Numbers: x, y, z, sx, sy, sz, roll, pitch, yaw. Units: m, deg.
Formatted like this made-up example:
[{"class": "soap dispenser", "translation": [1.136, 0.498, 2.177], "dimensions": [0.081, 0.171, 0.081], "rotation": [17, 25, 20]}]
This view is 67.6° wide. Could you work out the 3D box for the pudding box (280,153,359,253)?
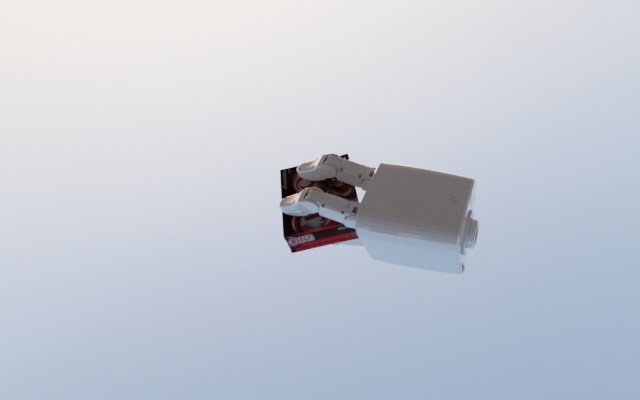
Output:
[{"class": "pudding box", "translation": [0.000, 0.002, 0.572], "dimensions": [0.090, 0.113, 0.039], "rotation": [-13, -45, 5]}]
